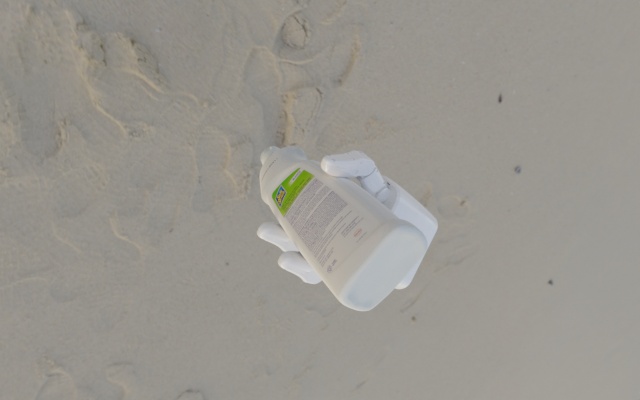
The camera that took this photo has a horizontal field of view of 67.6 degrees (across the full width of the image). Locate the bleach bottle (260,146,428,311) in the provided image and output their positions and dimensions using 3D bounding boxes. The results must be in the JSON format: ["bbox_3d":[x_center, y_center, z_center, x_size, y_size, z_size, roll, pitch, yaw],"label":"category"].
[{"bbox_3d":[0.000,0.002,0.528,0.068,0.102,0.250,33,11,-44],"label":"bleach bottle"}]
